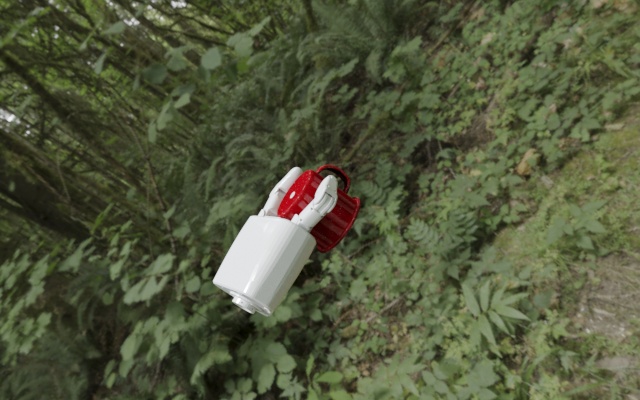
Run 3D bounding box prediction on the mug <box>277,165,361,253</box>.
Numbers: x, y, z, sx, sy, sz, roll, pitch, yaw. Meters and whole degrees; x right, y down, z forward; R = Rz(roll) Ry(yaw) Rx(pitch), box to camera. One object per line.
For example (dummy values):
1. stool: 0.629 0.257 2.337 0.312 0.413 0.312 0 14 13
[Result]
1. mug: 0.001 0.001 0.660 0.081 0.117 0.093 35 -21 -15
